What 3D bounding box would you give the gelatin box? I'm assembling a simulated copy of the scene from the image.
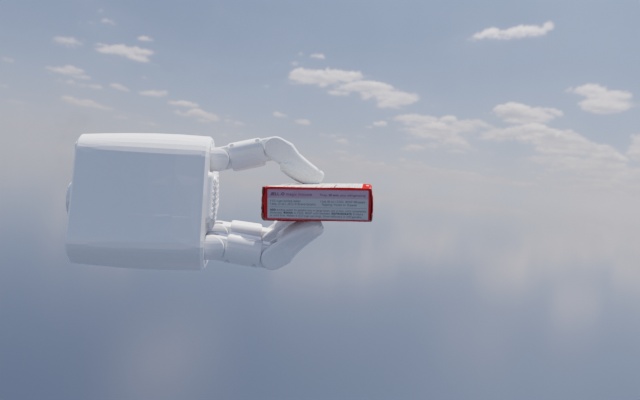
[{"bbox_3d":[0.000,0.001,0.407,0.089,0.030,0.073,0,4,6],"label":"gelatin box"}]
